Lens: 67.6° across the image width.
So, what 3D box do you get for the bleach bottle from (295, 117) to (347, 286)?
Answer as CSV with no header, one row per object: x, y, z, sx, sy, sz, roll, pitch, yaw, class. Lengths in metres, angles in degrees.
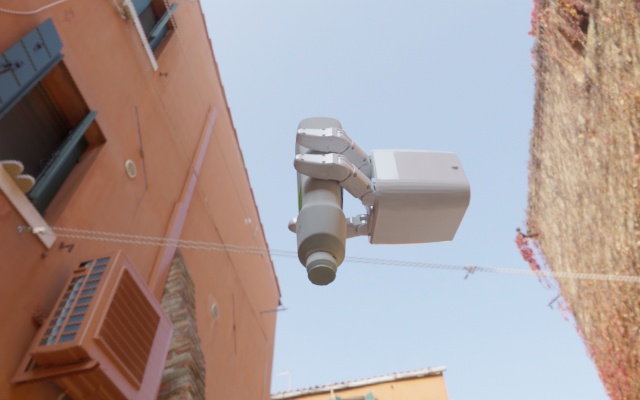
0.000,0.002,0.566,0.068,0.103,0.250,0,39,0,bleach bottle
